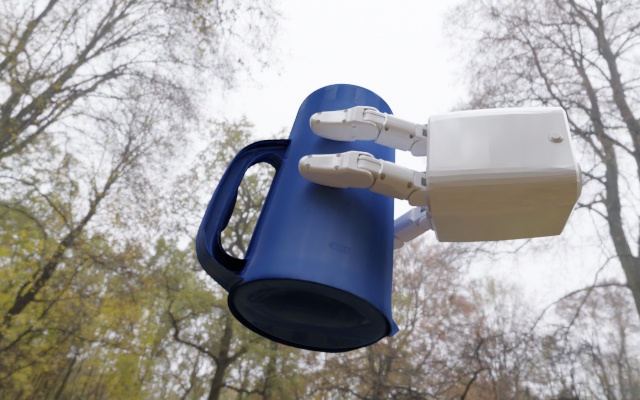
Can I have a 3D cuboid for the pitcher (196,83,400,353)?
[{"bbox_3d":[0.000,0.001,0.442,0.145,0.242,0.149,-3,-39,19],"label":"pitcher"}]
